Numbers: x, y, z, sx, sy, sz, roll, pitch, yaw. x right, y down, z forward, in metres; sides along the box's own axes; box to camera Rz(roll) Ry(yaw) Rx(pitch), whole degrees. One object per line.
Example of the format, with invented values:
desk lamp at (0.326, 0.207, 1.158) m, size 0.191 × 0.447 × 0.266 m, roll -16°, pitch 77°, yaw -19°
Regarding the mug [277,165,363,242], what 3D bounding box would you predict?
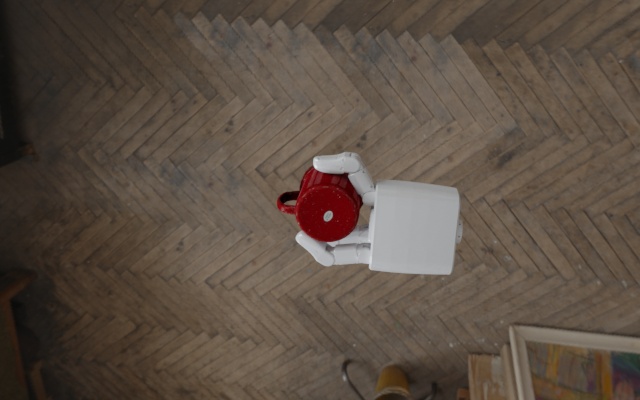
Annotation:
mug at (-0.001, 0.002, 0.630) m, size 0.117 × 0.093 × 0.081 m, roll 2°, pitch 23°, yaw 6°
